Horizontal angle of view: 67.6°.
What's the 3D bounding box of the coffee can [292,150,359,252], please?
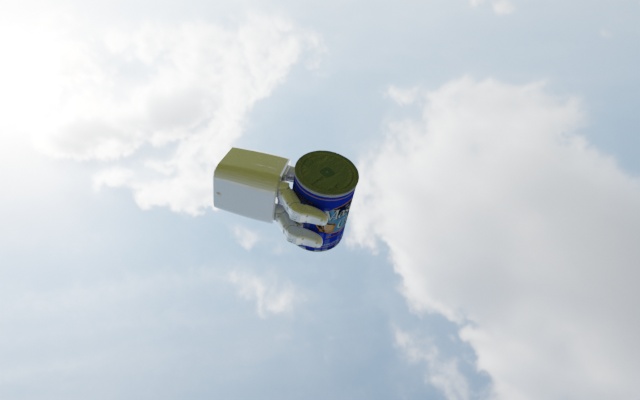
[{"bbox_3d":[0.000,0.002,0.794,0.103,0.102,0.140,0,-44,-12],"label":"coffee can"}]
